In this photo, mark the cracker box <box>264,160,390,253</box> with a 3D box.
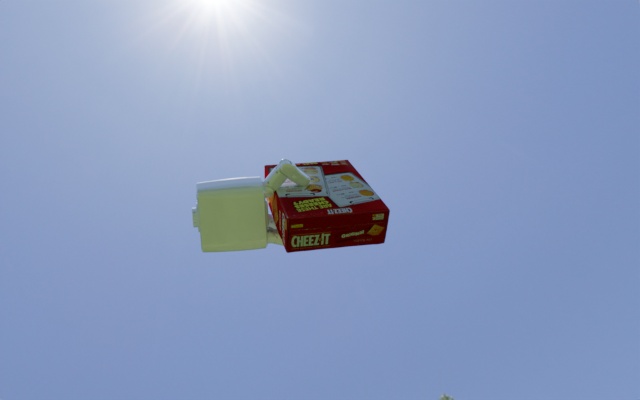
[{"bbox_3d":[0.000,0.002,0.815,0.164,0.072,0.213,-5,27,-14],"label":"cracker box"}]
